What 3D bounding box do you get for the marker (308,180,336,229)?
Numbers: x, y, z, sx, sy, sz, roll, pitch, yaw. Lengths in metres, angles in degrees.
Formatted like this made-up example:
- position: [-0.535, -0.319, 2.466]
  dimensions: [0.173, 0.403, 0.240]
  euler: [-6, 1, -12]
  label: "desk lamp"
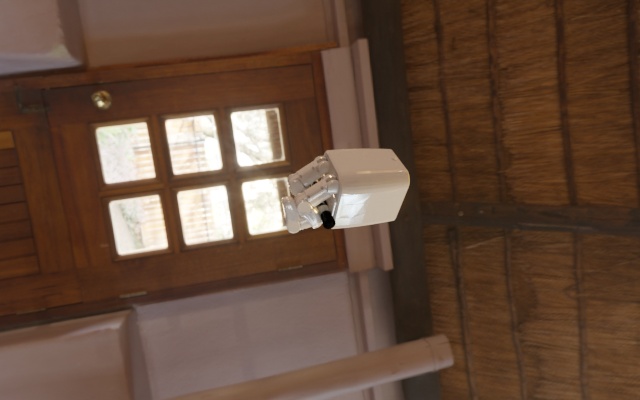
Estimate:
- position: [0.000, 0.002, 0.721]
  dimensions: [0.020, 0.020, 0.121]
  euler: [0, 34, -17]
  label: "marker"
